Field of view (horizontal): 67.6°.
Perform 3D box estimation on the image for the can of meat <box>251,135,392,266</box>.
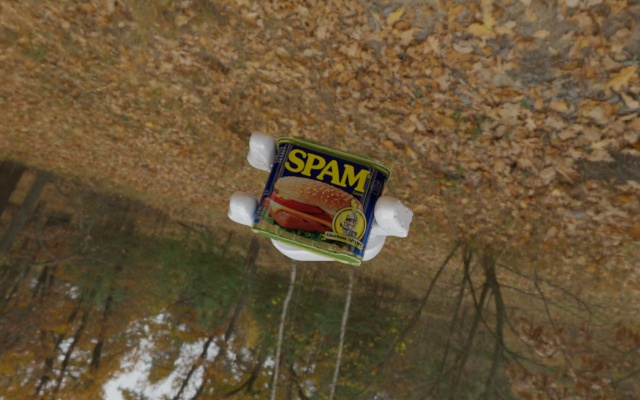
[{"bbox_3d":[0.000,0.002,0.408,0.102,0.084,0.057,17,-11,5],"label":"can of meat"}]
